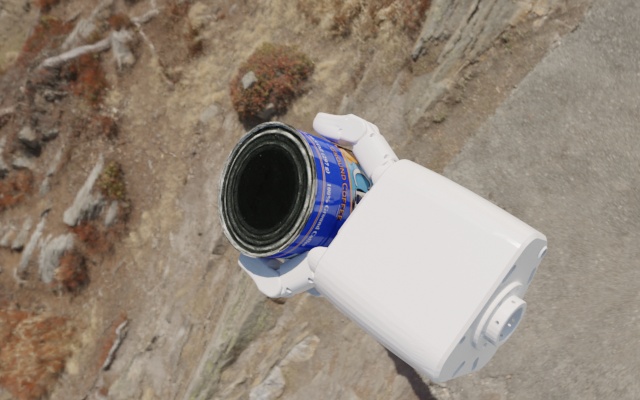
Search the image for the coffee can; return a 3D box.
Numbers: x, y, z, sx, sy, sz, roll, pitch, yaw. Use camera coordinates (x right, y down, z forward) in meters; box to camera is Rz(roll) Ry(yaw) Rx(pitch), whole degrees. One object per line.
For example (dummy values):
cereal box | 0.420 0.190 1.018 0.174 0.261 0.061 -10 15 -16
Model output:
coffee can | 0.000 0.001 0.406 0.103 0.103 0.140 0 -8 39
